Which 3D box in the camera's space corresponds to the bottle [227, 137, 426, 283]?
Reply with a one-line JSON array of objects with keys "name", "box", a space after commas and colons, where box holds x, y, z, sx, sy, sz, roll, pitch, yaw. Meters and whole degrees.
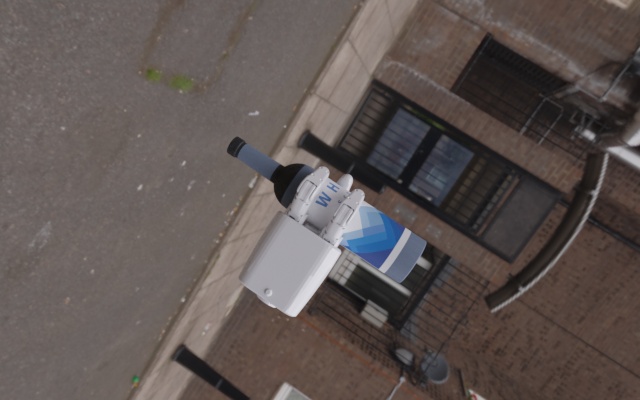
[{"name": "bottle", "box": [0.000, 0.002, 0.650, 0.295, 0.069, 0.069, 33, 4, 6]}]
